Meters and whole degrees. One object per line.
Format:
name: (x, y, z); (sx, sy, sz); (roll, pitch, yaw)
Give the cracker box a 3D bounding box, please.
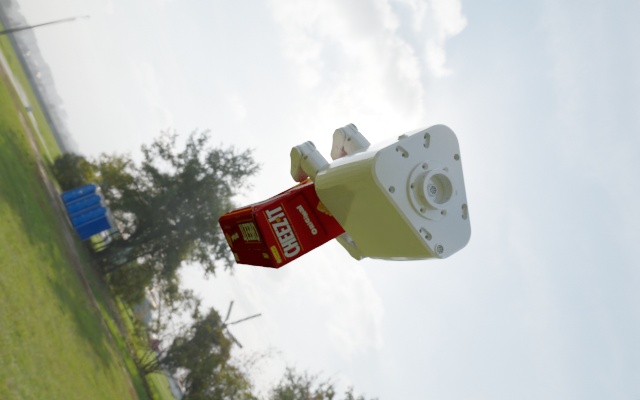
cracker box: (0.000, 0.002, 0.572); (0.213, 0.072, 0.164); (-26, 5, -24)
